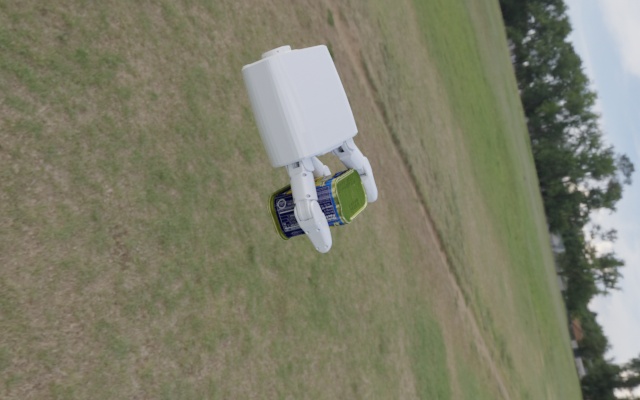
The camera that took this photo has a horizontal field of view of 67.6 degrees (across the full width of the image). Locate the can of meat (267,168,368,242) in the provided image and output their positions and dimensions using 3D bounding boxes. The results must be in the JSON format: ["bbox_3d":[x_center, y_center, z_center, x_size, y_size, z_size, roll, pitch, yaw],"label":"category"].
[{"bbox_3d":[0.000,0.002,0.556,0.084,0.057,0.102,-15,9,24],"label":"can of meat"}]
